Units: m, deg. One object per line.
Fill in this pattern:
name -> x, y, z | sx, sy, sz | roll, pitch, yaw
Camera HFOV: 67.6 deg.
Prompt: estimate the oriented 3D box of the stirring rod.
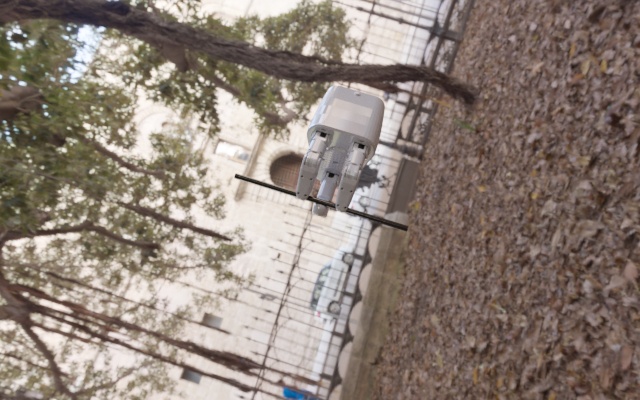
stirring rod -> 0.000, 0.002, 0.636 | 0.239, 0.011, 0.011 | 17, 1, 3
